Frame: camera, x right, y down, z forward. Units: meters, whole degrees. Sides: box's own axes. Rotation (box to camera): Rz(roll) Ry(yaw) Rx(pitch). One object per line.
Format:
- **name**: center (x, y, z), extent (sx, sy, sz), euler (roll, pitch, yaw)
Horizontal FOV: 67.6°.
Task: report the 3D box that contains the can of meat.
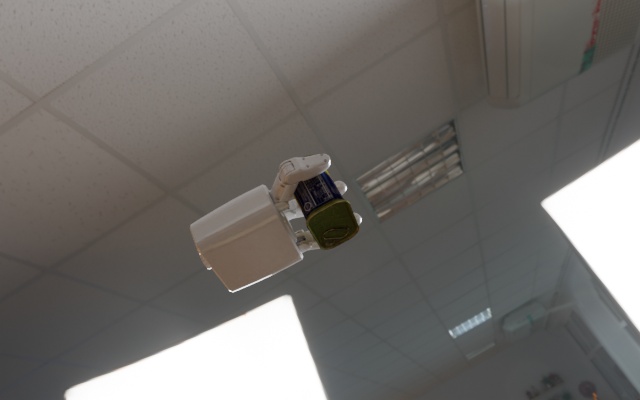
- **can of meat**: center (0.000, 0.002, 0.604), extent (0.057, 0.084, 0.102), euler (-29, -31, -1)
